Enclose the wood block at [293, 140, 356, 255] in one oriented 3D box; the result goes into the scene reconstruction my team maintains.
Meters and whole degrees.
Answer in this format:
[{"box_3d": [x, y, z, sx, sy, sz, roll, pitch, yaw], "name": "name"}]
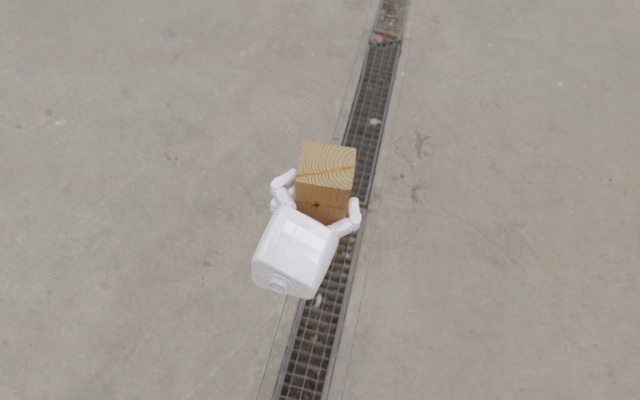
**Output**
[{"box_3d": [0.000, 0.003, 0.833, 0.091, 0.090, 0.206, 9, -36, 0], "name": "wood block"}]
